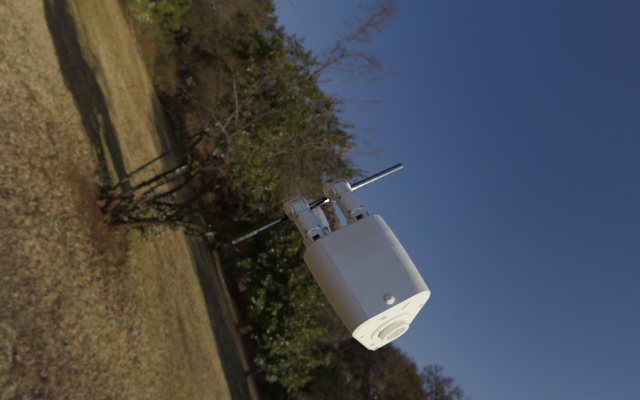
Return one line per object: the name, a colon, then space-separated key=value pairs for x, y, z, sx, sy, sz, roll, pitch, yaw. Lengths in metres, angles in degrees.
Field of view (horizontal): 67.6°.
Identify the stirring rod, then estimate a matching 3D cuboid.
stirring rod: x=0.000 y=0.002 z=0.604 sx=0.239 sy=0.011 sz=0.011 roll=-24 pitch=6 yaw=-14
